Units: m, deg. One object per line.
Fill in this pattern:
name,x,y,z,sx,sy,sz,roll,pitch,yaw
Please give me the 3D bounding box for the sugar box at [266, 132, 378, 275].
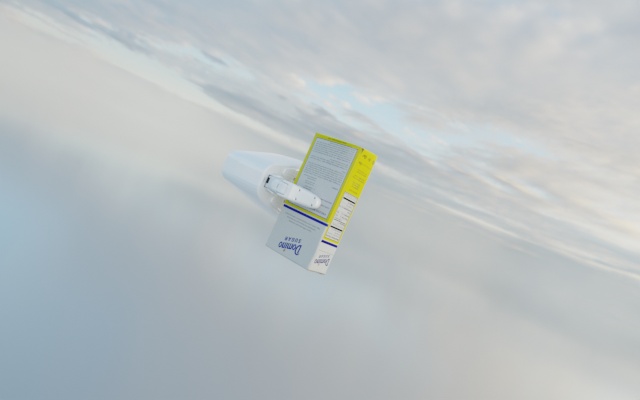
sugar box,0.000,0.002,0.655,0.093,0.176,0.048,24,2,42
